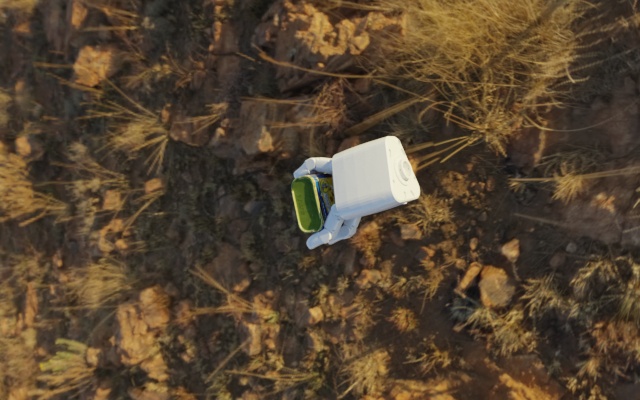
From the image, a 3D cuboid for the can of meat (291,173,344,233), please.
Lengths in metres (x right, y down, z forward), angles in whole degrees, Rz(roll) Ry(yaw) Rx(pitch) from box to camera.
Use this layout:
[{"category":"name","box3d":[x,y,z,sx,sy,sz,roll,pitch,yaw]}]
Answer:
[{"category":"can of meat","box3d":[0.000,0.003,0.828,0.057,0.102,0.084,-14,-2,37]}]
